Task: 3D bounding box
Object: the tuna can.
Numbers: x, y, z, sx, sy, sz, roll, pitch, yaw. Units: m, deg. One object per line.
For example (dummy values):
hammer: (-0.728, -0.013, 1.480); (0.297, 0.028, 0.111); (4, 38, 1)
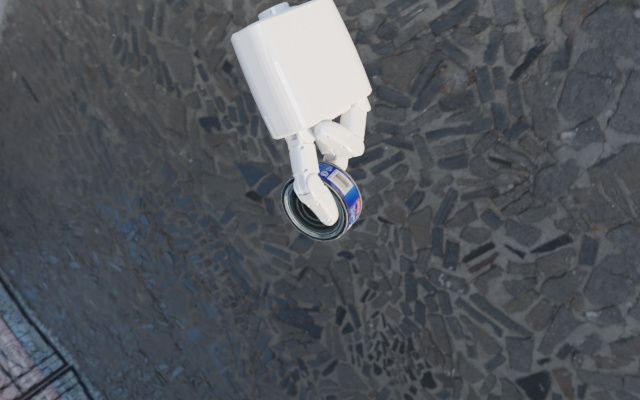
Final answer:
tuna can: (0.000, 0.002, 0.522); (0.086, 0.086, 0.033); (0, 30, 34)
